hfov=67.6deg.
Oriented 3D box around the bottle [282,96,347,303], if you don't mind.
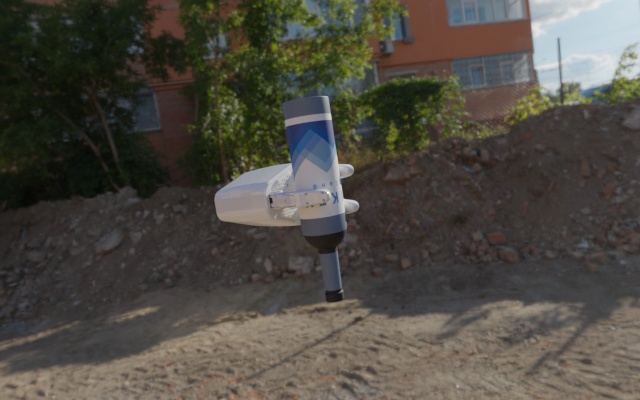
[{"bbox_3d":[0.000,0.002,0.694,0.069,0.296,0.069,-9,5,1],"label":"bottle"}]
